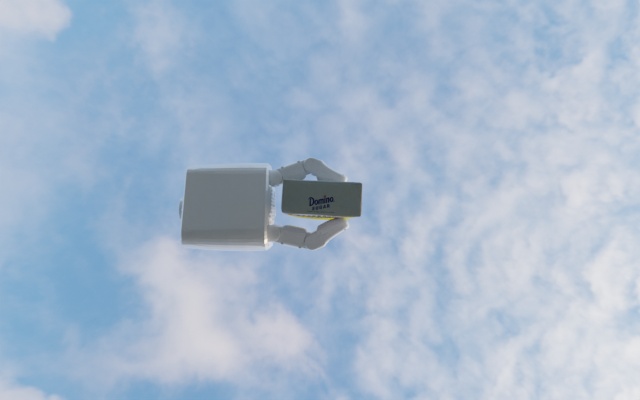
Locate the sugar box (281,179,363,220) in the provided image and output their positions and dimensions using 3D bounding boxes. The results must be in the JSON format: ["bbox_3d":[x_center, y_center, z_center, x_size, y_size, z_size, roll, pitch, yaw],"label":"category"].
[{"bbox_3d":[0.000,0.003,0.621,0.093,0.048,0.176,3,-1,0],"label":"sugar box"}]
